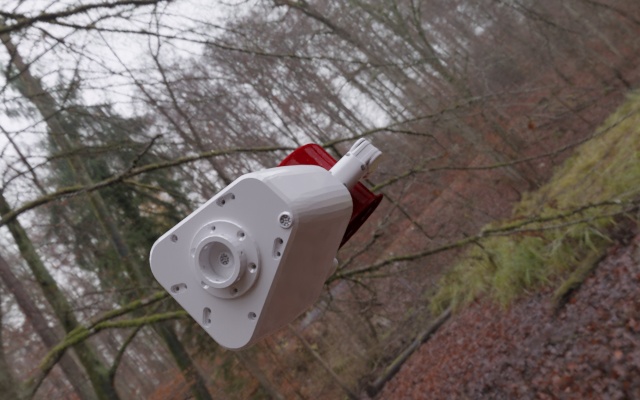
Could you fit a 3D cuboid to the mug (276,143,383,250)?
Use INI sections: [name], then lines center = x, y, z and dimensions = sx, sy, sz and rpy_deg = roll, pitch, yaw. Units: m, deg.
[mug]
center = 0.000, 0.001, 0.448
dimensions = 0.081, 0.093, 0.117
rpy_deg = 43, 16, 11
